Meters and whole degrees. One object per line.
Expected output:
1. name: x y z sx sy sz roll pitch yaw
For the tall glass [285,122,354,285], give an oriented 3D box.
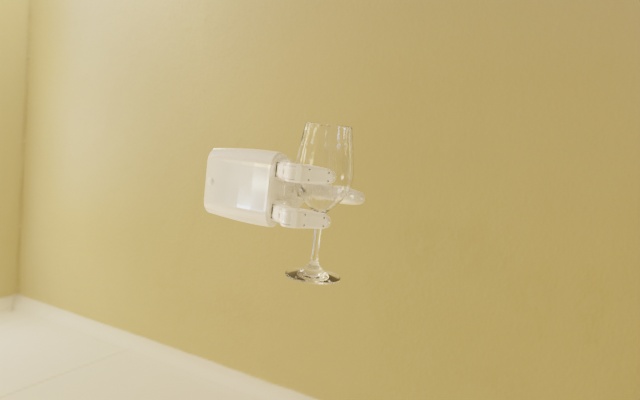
1. tall glass: 0.000 0.003 0.624 0.079 0.201 0.079 6 6 -1
